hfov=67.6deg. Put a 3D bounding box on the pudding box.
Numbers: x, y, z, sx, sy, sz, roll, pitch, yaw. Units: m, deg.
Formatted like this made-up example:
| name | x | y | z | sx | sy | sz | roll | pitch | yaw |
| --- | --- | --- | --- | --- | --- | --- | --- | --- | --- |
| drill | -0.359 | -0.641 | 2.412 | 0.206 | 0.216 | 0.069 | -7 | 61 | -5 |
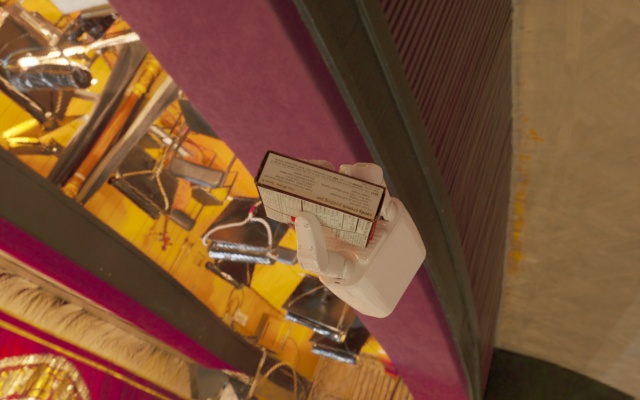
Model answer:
| name | x | y | z | sx | sy | sz | roll | pitch | yaw |
| --- | --- | --- | --- | --- | --- | --- | --- | --- | --- |
| pudding box | 0.000 | 0.002 | 0.446 | 0.113 | 0.039 | 0.090 | 16 | -20 | 6 |
